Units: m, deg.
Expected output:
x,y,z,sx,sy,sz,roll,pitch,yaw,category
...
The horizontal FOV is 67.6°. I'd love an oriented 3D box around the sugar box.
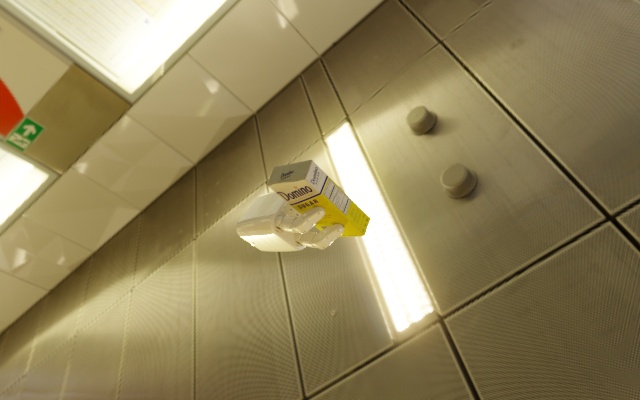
x,y,z,sx,sy,sz,roll,pitch,yaw,category
0.000,0.003,0.822,0.093,0.048,0.176,-7,-36,43,sugar box
